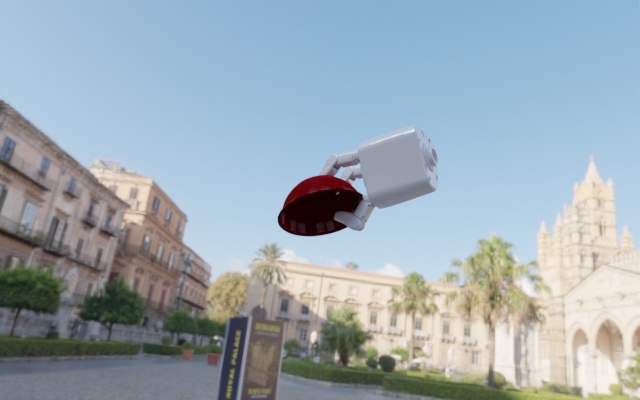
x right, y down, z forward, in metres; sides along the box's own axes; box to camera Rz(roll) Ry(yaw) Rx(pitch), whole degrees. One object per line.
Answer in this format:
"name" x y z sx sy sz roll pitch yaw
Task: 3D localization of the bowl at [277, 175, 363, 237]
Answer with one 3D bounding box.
"bowl" -0.001 0.003 0.848 0.162 0.055 0.162 -10 -31 -6
